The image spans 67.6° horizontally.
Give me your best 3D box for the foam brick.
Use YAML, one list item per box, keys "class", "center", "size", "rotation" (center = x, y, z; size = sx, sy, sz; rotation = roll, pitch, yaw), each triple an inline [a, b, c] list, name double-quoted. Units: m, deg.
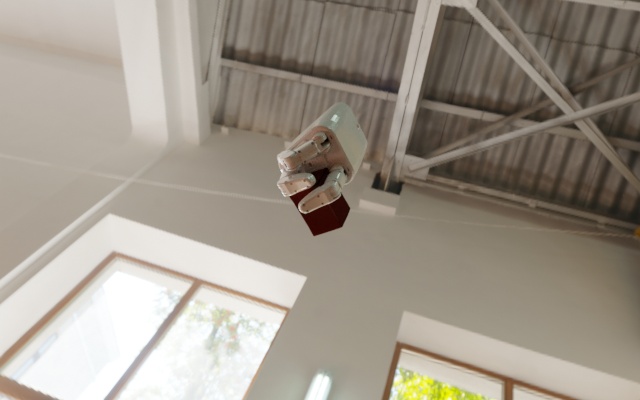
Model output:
- class: "foam brick"
  center: [0.000, 0.003, 0.699]
  size: [0.053, 0.078, 0.051]
  rotation: [-18, 24, 28]
